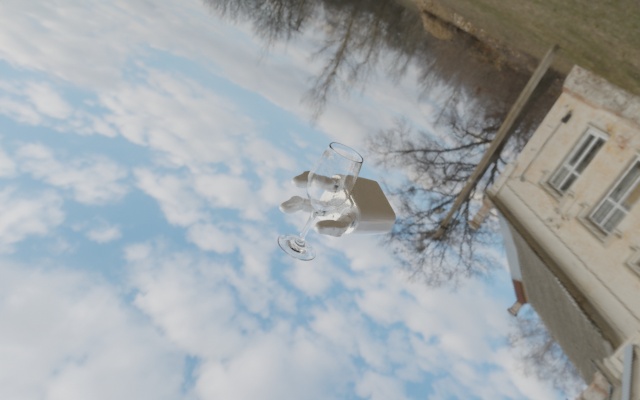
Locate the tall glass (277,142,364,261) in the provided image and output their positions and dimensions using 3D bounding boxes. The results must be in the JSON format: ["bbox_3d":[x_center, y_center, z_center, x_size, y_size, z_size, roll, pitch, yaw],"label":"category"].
[{"bbox_3d":[0.000,0.003,0.810,0.079,0.201,0.079,23,24,-11],"label":"tall glass"}]
